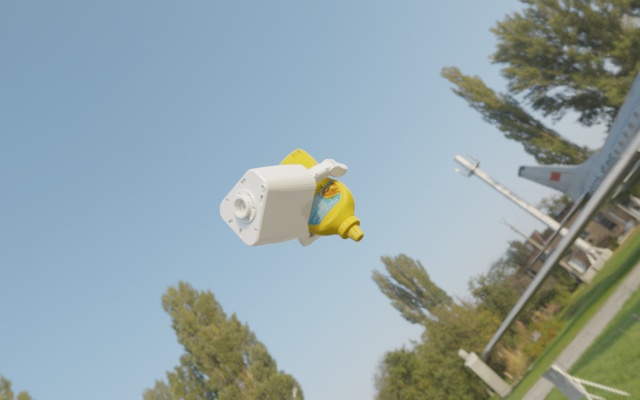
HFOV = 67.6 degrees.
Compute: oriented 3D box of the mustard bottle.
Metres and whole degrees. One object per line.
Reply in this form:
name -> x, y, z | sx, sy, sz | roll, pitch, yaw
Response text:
mustard bottle -> 0.000, 0.003, 0.804 | 0.191, 0.096, 0.058 | 42, 4, 27
